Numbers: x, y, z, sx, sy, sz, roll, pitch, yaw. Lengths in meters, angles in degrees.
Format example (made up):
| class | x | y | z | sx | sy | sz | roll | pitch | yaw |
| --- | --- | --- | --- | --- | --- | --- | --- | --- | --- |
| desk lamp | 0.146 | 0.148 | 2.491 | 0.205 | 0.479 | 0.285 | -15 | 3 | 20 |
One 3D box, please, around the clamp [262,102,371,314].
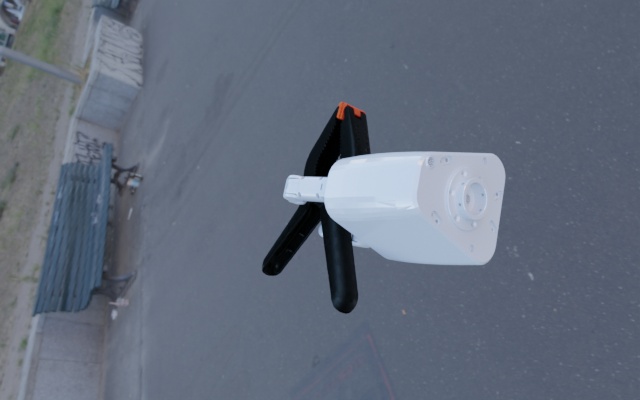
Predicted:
| class | x | y | z | sx | sy | sz | roll | pitch | yaw |
| --- | --- | --- | --- | --- | --- | --- | --- | --- | --- |
| clamp | 0.000 | 0.001 | 0.506 | 0.036 | 0.210 | 0.164 | 18 | -11 | -34 |
